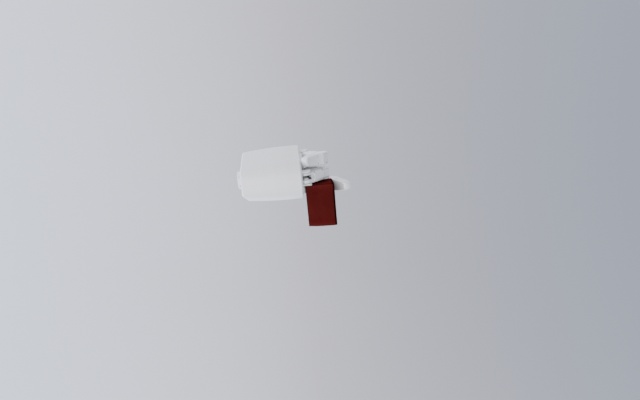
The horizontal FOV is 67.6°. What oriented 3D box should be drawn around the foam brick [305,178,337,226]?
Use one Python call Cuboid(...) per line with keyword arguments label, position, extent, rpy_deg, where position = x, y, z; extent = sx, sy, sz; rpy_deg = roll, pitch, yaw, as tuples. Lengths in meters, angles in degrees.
Cuboid(label="foam brick", position=(0.000, 0.003, 0.866), extent=(0.051, 0.078, 0.053), rpy_deg=(-6, 13, -3))
